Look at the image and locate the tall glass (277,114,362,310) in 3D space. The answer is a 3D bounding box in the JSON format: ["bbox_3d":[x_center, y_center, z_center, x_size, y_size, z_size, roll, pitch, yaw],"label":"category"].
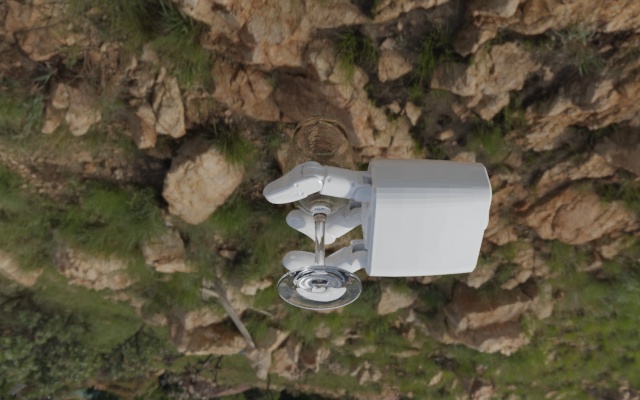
[{"bbox_3d":[0.000,0.002,0.479,0.079,0.200,0.079,0,-40,0],"label":"tall glass"}]
